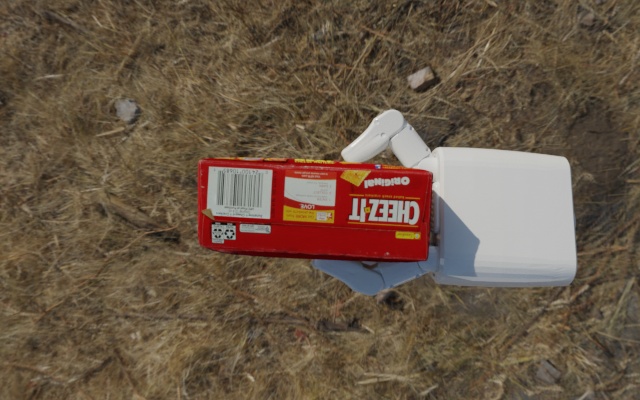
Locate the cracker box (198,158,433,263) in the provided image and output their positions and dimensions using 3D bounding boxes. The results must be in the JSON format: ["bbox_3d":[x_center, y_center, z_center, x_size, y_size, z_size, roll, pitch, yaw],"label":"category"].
[{"bbox_3d":[0.000,0.001,0.431,0.164,0.072,0.213,3,3,3],"label":"cracker box"}]
